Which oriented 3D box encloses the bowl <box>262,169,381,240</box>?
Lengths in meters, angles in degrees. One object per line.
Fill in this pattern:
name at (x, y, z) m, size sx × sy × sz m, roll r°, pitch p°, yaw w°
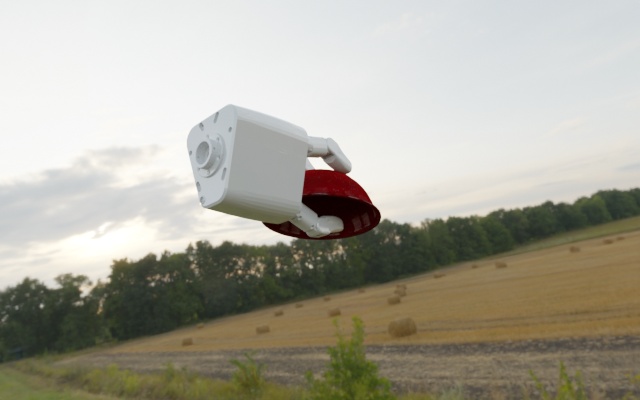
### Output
bowl at (0.001, 0.002, 0.646) m, size 0.162 × 0.055 × 0.162 m, roll 0°, pitch -25°, yaw 0°
